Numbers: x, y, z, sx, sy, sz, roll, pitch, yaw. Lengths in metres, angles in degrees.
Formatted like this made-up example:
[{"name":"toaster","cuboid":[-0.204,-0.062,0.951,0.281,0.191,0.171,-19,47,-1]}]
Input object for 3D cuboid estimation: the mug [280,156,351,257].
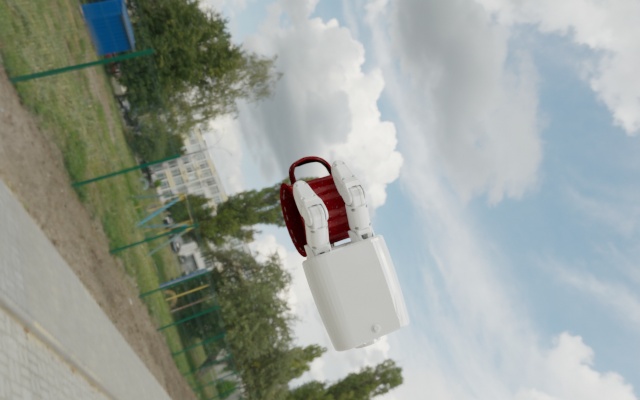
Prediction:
[{"name":"mug","cuboid":[0.000,0.001,0.585,0.081,0.117,0.093,-16,-7,-17]}]
